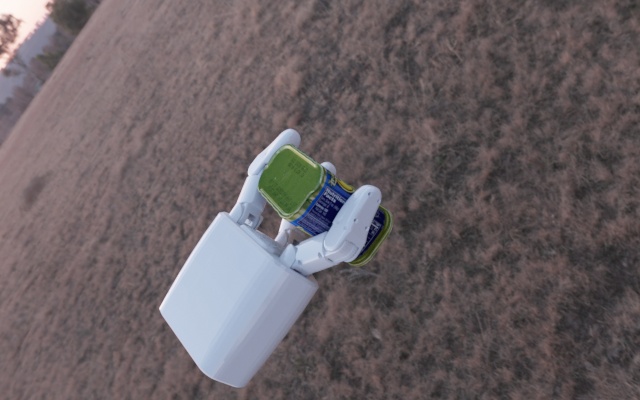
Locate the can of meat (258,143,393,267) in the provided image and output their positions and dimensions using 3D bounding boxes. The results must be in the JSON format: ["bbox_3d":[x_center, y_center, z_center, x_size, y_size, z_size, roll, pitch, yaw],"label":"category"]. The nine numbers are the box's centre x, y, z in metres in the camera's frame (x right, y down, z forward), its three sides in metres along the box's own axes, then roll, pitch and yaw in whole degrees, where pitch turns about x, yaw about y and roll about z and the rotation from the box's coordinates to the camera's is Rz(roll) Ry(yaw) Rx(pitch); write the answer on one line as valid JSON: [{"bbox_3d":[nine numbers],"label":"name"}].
[{"bbox_3d":[0.000,0.001,0.416,0.084,0.057,0.102,34,3,-32],"label":"can of meat"}]
